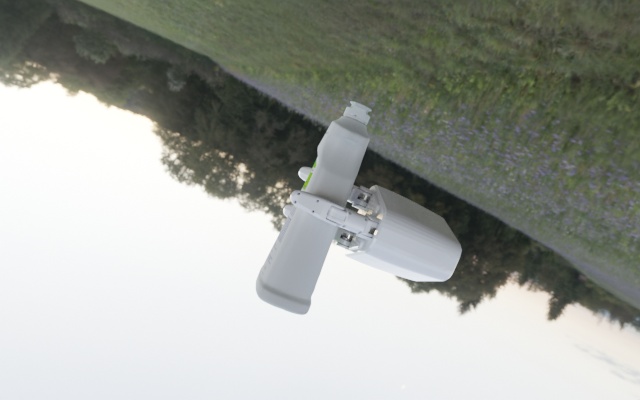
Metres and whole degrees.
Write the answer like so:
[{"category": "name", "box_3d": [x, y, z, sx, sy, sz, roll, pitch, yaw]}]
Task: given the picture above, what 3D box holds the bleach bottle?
[{"category": "bleach bottle", "box_3d": [0.000, 0.002, 0.573, 0.068, 0.251, 0.102, 23, 3, -10]}]
